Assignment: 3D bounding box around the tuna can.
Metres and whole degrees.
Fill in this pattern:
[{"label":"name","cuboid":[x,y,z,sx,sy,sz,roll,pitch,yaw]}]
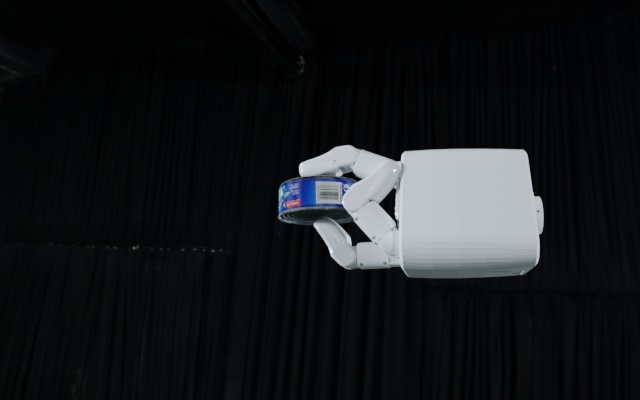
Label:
[{"label":"tuna can","cuboid":[0.000,0.001,0.484,0.086,0.033,0.086,-1,-13,0]}]
